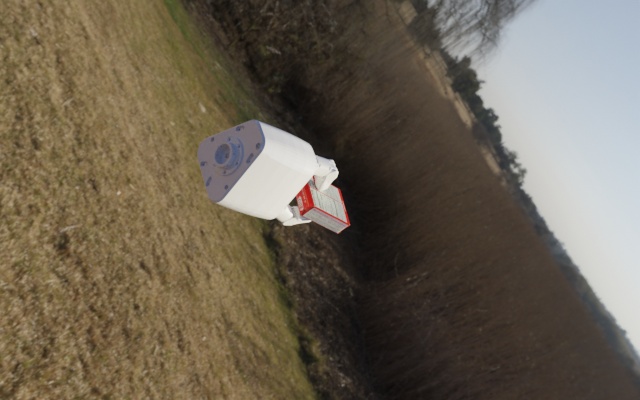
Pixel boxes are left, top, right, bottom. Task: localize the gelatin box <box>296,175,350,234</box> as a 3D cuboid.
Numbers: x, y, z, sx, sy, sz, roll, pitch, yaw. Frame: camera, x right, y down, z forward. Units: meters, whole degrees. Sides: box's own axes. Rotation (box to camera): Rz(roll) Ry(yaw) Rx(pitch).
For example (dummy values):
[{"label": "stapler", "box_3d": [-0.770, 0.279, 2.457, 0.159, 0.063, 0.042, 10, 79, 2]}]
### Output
[{"label": "gelatin box", "box_3d": [0.001, 0.002, 0.728, 0.030, 0.073, 0.089, -37, -42, 26]}]
